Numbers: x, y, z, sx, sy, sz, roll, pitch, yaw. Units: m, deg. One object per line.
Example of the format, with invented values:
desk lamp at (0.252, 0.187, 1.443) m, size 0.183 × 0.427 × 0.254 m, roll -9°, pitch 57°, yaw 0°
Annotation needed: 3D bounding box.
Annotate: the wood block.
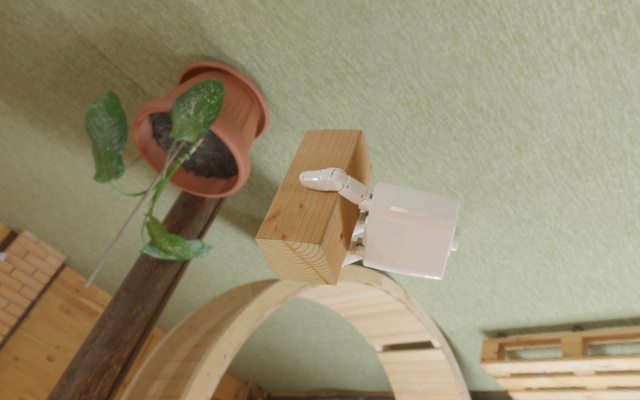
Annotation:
wood block at (0.000, 0.002, 0.660) m, size 0.090 × 0.206 × 0.091 m, roll 3°, pitch -41°, yaw 22°
